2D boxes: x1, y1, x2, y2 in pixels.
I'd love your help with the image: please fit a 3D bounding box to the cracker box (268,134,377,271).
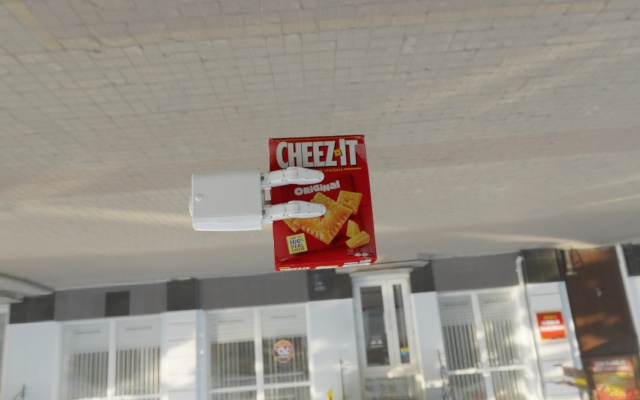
[{"bbox_3d":[0.000,0.003,0.786,0.164,0.213,0.072,-3,-14,-5],"label":"cracker box"}]
